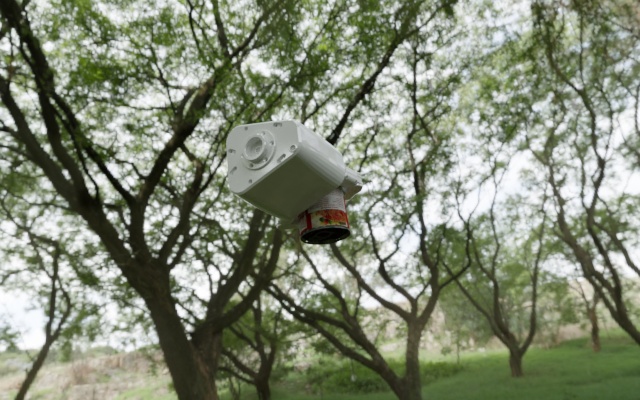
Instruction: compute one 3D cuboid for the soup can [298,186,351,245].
[{"bbox_3d":[0.000,0.002,0.657,0.068,0.102,0.068,-7,-23,-3],"label":"soup can"}]
